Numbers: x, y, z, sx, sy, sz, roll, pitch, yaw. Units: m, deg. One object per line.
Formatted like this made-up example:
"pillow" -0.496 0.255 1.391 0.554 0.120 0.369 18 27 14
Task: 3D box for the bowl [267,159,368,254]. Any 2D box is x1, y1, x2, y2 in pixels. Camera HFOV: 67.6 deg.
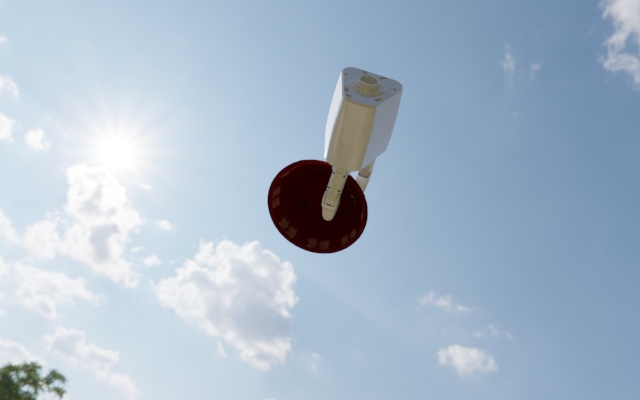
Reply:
"bowl" 0.000 0.003 0.760 0.162 0.162 0.055 0 24 16
